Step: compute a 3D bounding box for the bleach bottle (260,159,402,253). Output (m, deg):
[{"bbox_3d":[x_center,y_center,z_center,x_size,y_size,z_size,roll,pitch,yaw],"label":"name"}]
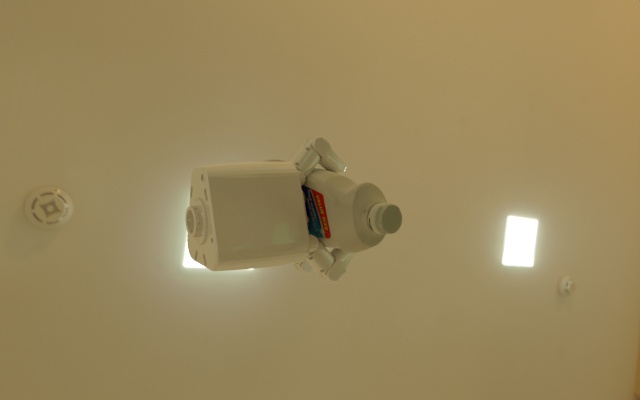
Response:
[{"bbox_3d":[0.000,0.002,0.568,0.068,0.102,0.251,-4,6,-33],"label":"bleach bottle"}]
